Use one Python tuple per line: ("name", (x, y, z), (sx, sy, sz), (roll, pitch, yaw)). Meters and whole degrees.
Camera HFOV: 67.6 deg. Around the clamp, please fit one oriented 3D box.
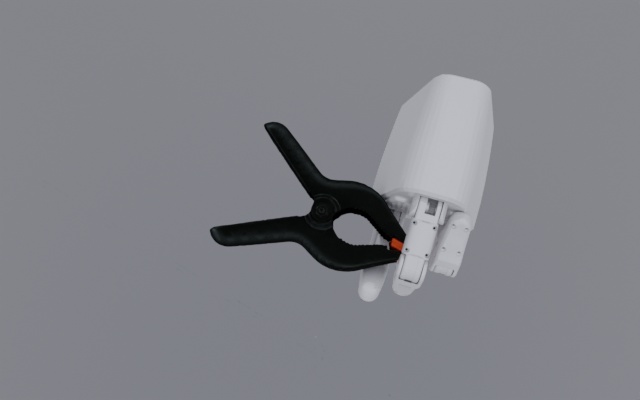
("clamp", (0.000, 0.001, 0.417), (0.171, 0.120, 0.039), (16, -6, 4))
